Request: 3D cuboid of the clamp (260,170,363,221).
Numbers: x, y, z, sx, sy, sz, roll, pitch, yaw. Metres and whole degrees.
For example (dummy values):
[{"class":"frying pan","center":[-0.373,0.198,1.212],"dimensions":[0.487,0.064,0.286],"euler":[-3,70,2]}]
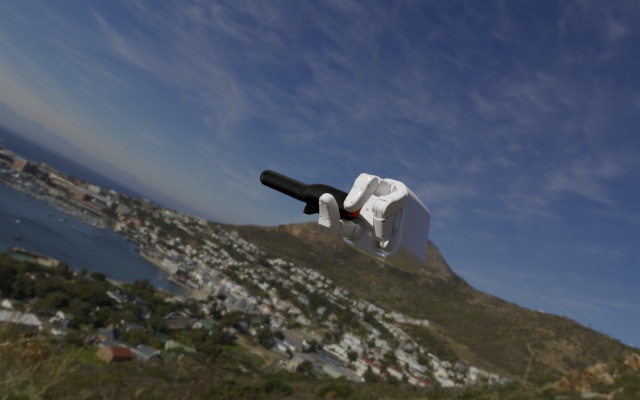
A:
[{"class":"clamp","center":[0.000,0.002,0.708],"dimensions":[0.171,0.039,0.120],"euler":[19,-8,39]}]
